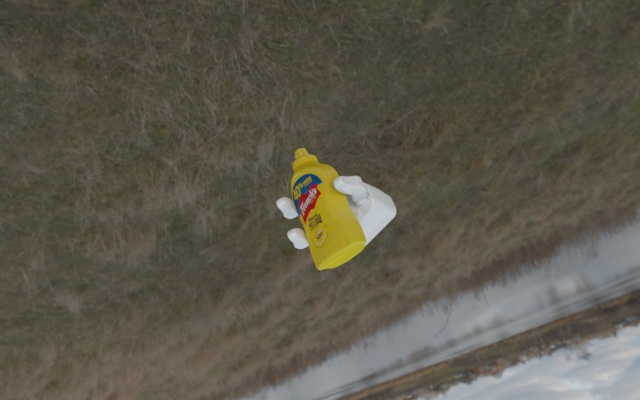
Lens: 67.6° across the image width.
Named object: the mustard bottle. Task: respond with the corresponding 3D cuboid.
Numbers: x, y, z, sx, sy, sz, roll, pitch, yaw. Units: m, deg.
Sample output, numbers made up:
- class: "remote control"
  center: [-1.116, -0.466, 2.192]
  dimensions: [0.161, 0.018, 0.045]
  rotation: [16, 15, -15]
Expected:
- class: "mustard bottle"
  center: [0.000, 0.003, 0.736]
  dimensions: [0.058, 0.191, 0.096]
  rotation: [-4, -28, -37]
